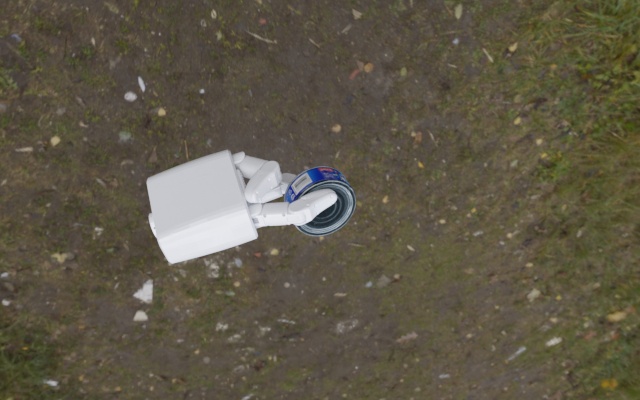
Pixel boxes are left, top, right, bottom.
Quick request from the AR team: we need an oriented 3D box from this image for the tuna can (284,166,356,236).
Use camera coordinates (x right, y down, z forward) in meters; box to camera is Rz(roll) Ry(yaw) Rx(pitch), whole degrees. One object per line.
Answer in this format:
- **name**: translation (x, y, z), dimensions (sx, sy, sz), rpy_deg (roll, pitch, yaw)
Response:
- **tuna can**: translation (0.000, 0.002, 0.593), dimensions (0.086, 0.086, 0.033), rpy_deg (0, 33, -23)
